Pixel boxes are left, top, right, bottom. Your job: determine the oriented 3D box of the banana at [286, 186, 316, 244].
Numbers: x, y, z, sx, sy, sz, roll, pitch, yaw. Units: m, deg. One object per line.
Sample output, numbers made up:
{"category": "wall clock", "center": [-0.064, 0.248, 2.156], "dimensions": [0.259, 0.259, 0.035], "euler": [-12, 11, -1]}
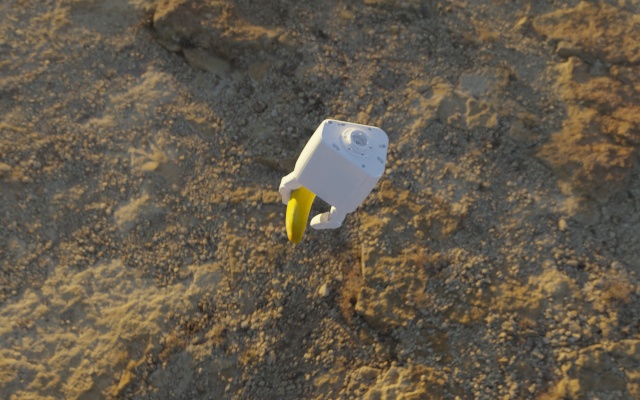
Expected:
{"category": "banana", "center": [-0.012, -0.012, 0.800], "dimensions": [0.197, 0.069, 0.037], "euler": [-49, 6, -40]}
